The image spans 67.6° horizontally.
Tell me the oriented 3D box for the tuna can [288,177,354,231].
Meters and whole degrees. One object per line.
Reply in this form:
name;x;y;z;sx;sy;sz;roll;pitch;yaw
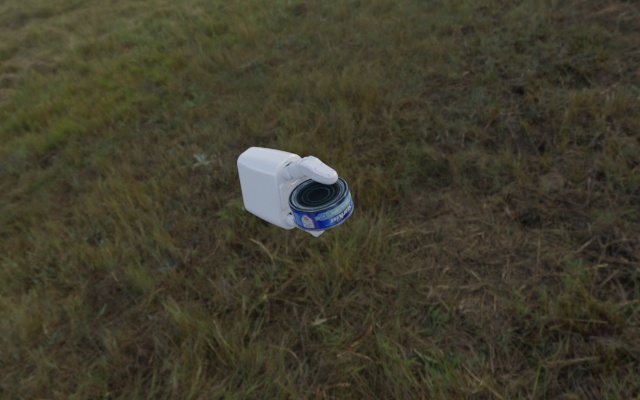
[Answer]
tuna can;0.000;0.002;0.652;0.086;0.034;0.086;-11;35;8
